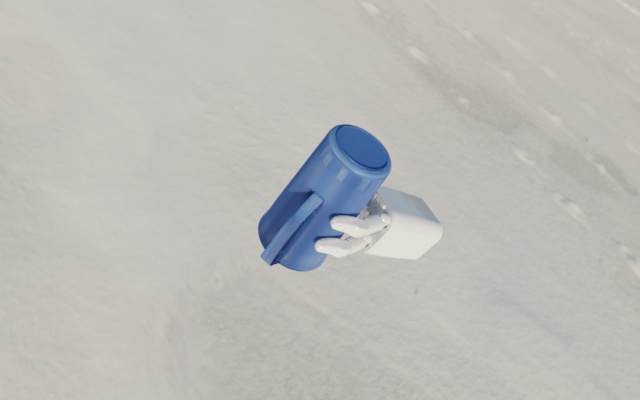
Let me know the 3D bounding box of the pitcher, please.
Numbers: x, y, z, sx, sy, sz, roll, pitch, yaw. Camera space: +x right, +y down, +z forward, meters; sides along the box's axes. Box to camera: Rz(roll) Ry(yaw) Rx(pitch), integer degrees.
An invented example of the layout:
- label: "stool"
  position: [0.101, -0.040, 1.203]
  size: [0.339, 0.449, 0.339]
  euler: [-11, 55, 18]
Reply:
- label: "pitcher"
  position: [0.000, 0.002, 0.755]
  size: [0.145, 0.149, 0.243]
  euler: [13, -44, -26]
